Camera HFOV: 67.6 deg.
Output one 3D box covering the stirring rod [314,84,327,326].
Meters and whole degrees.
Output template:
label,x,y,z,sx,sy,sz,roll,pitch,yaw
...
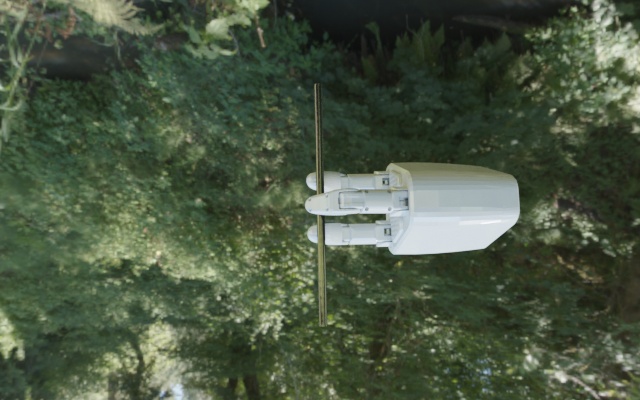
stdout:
label,x,y,z,sx,sy,sz,roll,pitch,yaw
stirring rod,0.000,0.001,0.474,0.011,0.239,0.011,-1,-6,0
